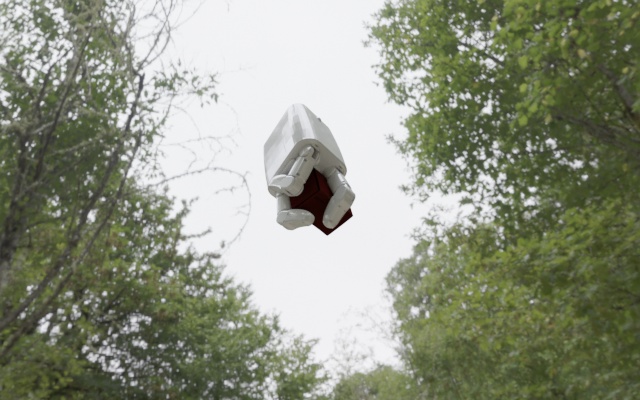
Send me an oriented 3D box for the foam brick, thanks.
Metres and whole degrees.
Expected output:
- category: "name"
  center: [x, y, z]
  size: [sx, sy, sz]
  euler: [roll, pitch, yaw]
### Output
- category: "foam brick"
  center: [0.000, 0.002, 0.677]
  size: [0.053, 0.051, 0.078]
  euler: [-37, -51, 18]
